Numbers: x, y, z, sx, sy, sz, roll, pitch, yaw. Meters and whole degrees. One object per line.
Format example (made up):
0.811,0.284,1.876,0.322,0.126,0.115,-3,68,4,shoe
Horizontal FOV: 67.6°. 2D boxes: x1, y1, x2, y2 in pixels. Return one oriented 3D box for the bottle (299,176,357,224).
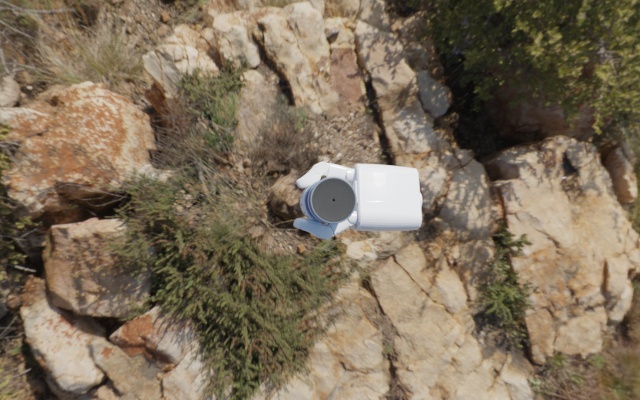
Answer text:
0.000,0.003,0.812,0.069,0.069,0.296,0,-1,-7,bottle
